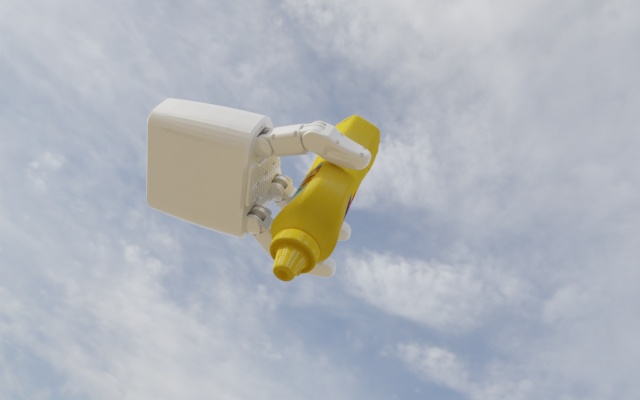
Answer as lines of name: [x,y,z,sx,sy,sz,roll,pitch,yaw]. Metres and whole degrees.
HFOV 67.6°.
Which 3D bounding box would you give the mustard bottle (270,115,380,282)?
mustard bottle: [0.000,0.001,0.445,0.058,0.096,0.191,33,42,-3]
